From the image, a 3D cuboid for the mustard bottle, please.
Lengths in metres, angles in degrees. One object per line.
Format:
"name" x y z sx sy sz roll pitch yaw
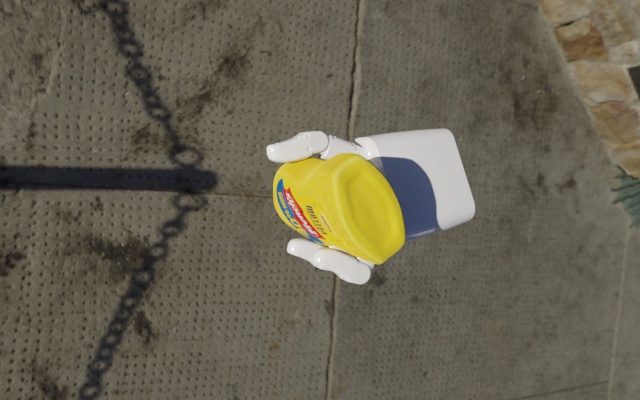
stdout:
"mustard bottle" 0.000 0.002 0.472 0.058 0.096 0.191 -38 19 -19
